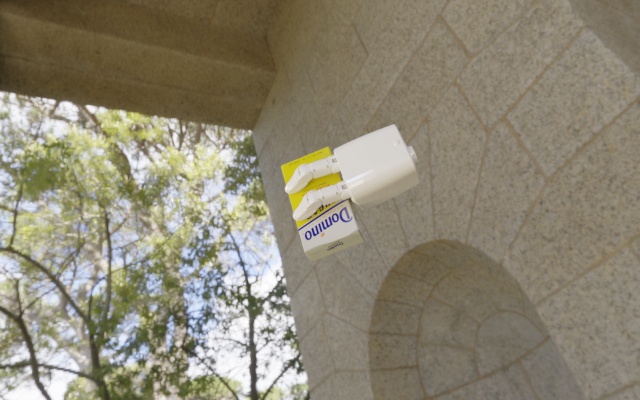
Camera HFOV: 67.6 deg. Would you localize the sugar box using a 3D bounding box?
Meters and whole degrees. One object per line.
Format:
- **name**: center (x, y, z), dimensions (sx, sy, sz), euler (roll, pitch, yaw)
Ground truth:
- **sugar box**: center (0.000, 0.002, 0.784), dimensions (0.093, 0.176, 0.048), euler (-23, -36, 6)
